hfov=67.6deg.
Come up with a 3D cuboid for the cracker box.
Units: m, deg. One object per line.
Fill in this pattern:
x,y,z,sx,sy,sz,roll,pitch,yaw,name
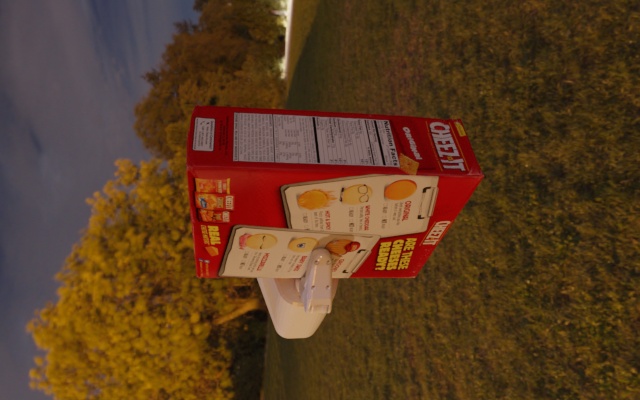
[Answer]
0.000,0.001,0.410,0.214,0.072,0.164,1,-36,-11,cracker box
